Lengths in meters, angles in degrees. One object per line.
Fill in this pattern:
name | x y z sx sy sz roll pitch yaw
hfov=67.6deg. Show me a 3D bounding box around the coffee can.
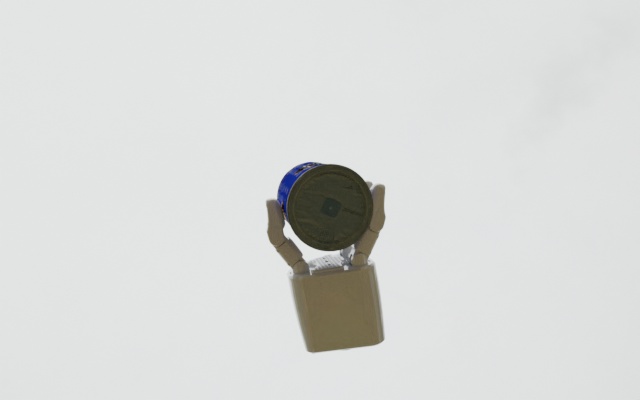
coffee can | 0.000 0.002 0.620 0.103 0.103 0.140 0 6 -10
